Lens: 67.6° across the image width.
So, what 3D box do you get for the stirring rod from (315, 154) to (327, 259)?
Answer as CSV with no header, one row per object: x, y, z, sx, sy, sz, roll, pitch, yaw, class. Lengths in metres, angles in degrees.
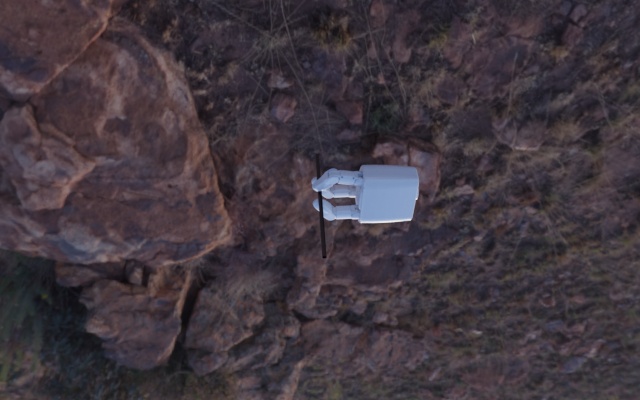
0.000,0.003,0.900,0.011,0.239,0.011,-3,-37,-2,stirring rod
